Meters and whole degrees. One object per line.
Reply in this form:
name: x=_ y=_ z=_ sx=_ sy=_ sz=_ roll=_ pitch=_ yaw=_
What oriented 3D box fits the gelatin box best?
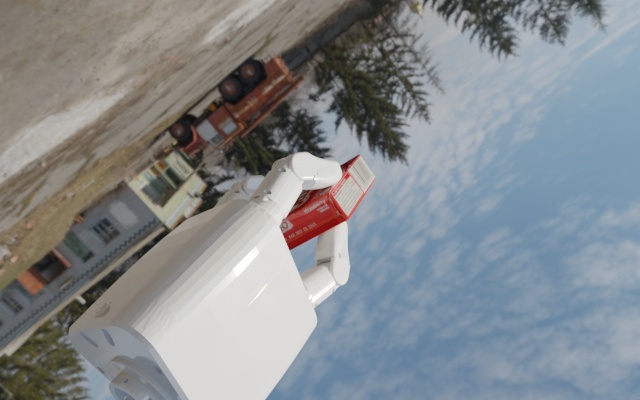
gelatin box: x=0.000 y=0.002 z=0.408 sx=0.073 sy=0.030 sz=0.089 roll=-29 pitch=11 yaw=31
